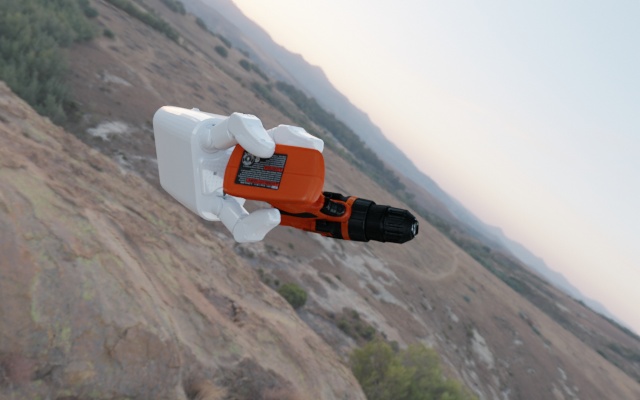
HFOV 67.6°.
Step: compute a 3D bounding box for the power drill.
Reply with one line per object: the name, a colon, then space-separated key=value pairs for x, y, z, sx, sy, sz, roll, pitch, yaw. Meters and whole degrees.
power drill: x=0.000 y=0.001 z=0.510 sx=0.184 sy=0.057 sz=0.188 roll=6 pitch=-15 yaw=25
